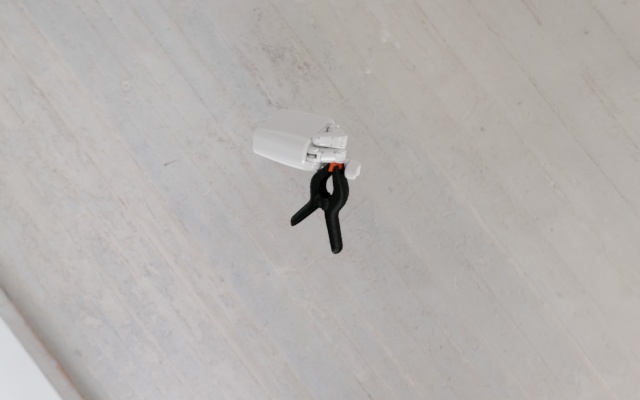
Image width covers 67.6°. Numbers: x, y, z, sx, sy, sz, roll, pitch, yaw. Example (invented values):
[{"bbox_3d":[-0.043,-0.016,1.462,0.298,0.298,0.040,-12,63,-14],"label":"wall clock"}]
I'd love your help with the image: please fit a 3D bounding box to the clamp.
[{"bbox_3d":[0.000,0.003,0.871,0.120,0.171,0.039,19,22,26],"label":"clamp"}]
